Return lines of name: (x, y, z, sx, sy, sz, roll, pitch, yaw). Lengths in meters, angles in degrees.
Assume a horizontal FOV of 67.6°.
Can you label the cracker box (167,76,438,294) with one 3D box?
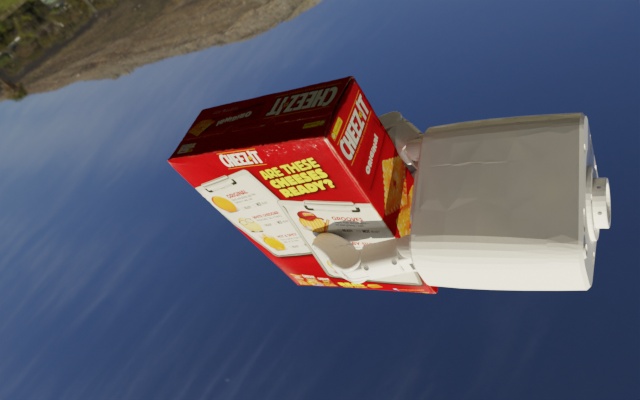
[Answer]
cracker box: (0.000, 0.002, 0.430, 0.164, 0.072, 0.214, -3, -39, 35)
